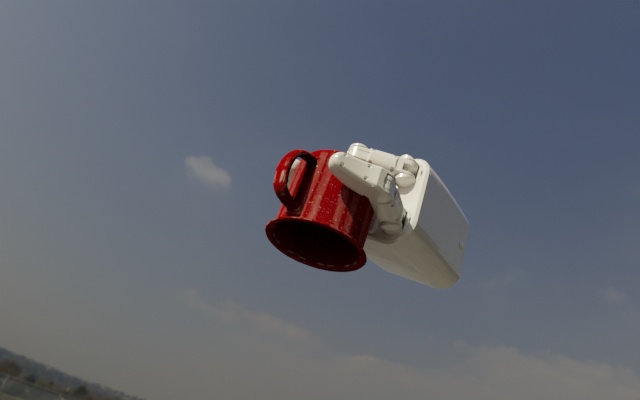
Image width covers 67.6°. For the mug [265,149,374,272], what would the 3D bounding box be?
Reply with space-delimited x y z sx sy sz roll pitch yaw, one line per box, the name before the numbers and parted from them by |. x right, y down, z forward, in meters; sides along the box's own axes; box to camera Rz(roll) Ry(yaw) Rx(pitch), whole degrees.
mug | -0.001 0.000 0.430 0.093 0.081 0.117 -8 -40 40
